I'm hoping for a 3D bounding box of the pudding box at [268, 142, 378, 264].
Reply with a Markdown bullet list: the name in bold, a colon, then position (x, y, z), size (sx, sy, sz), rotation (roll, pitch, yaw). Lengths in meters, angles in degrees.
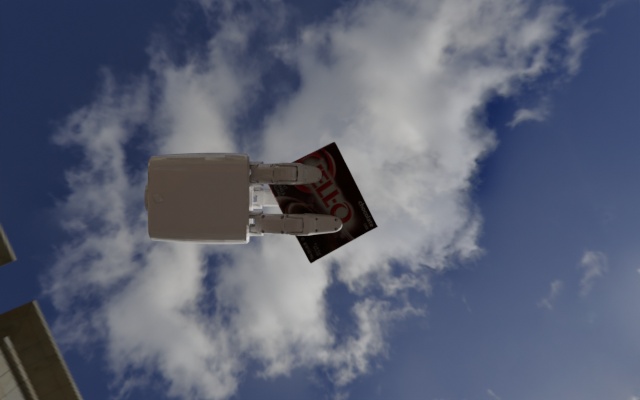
- **pudding box**: position (0.000, 0.002, 0.553), size (0.090, 0.113, 0.039), rotation (-28, 6, -7)
